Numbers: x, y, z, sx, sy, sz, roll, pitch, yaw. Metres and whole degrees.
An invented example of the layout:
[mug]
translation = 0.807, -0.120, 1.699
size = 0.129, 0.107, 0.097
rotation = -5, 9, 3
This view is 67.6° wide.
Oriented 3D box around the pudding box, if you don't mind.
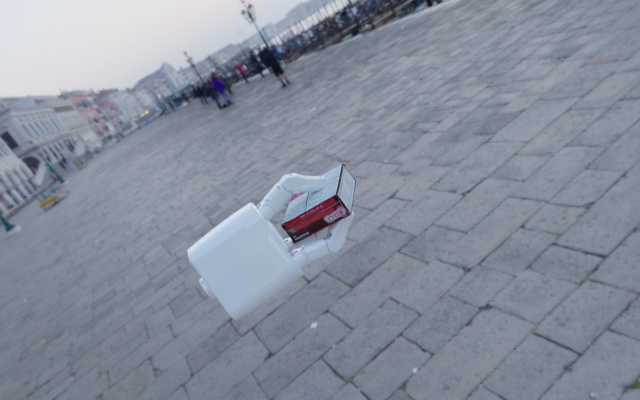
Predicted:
[pudding box]
translation = 0.000, 0.002, 0.653
size = 0.090, 0.039, 0.113
rotation = -28, 21, 19
